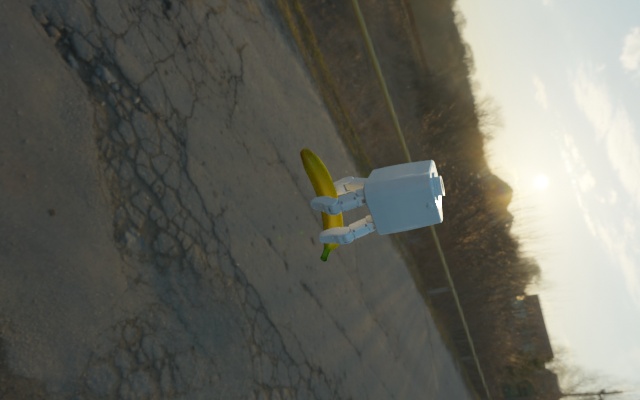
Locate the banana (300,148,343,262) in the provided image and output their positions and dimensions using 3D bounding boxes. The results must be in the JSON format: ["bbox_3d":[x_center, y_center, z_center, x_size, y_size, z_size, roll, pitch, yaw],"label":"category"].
[{"bbox_3d":[0.008,0.002,0.836,0.037,0.198,0.069,-9,9,24],"label":"banana"}]
